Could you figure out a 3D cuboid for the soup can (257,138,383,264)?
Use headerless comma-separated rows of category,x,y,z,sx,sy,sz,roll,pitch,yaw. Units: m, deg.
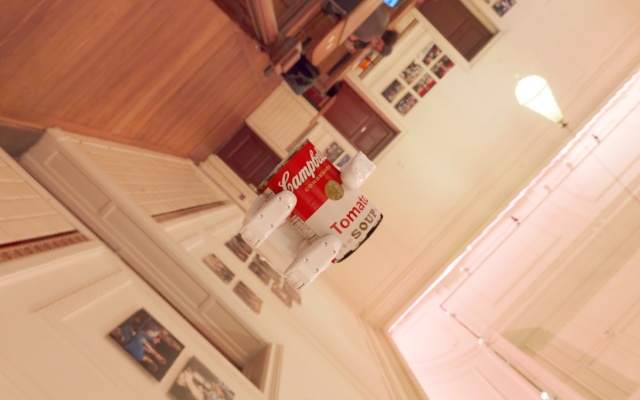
soup can,0.001,0.001,0.447,0.102,0.068,0.068,45,3,-3
